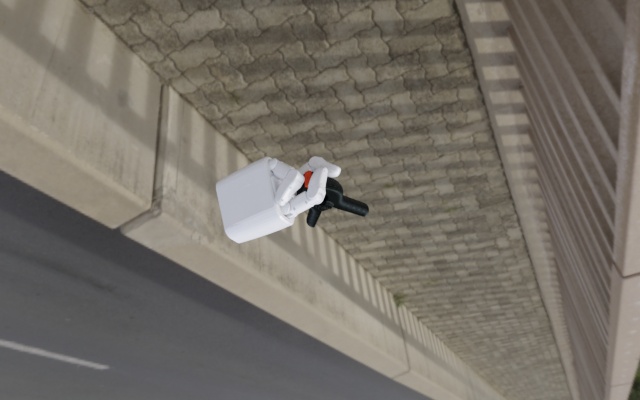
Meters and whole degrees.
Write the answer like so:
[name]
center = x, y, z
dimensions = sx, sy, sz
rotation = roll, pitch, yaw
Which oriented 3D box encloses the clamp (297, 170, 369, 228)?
[clamp]
center = 0.000, 0.003, 0.837
dimensions = 0.120, 0.039, 0.171
rotation = -23, -35, 20
